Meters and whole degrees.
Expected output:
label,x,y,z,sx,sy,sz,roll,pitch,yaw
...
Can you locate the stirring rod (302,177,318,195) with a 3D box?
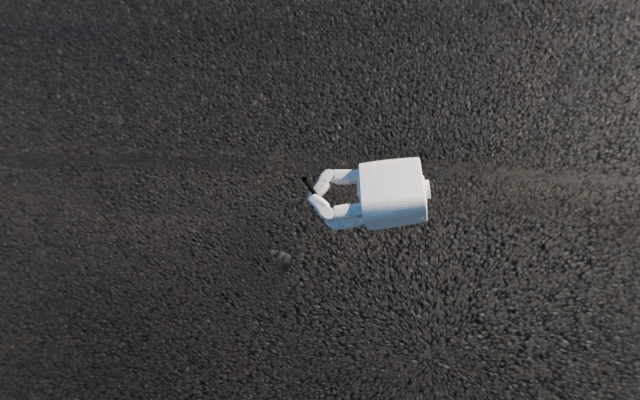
label,x,y,z,sx,sy,sz,roll,pitch,yaw
stirring rod,0.000,0.003,0.859,0.011,0.011,0.240,0,-18,13
